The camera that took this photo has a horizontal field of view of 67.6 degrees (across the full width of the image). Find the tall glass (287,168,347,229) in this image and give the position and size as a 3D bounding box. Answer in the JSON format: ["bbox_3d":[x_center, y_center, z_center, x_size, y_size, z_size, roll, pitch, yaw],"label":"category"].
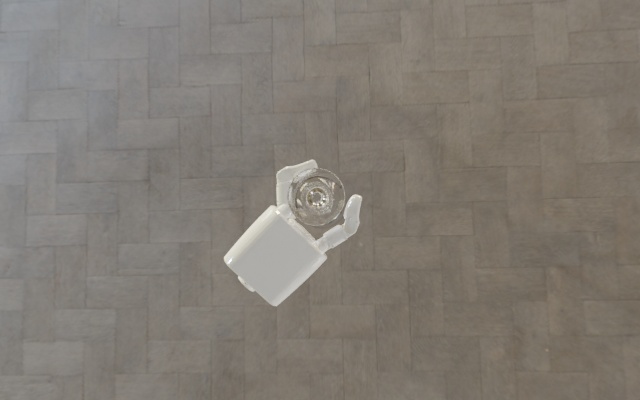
[{"bbox_3d":[0.000,0.002,0.708,0.079,0.079,0.201,0,-4,4],"label":"tall glass"}]
